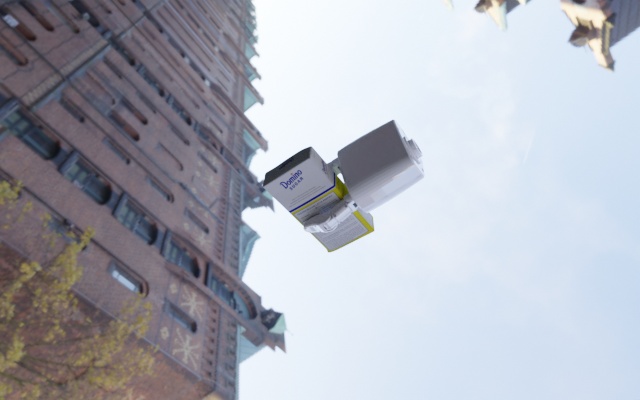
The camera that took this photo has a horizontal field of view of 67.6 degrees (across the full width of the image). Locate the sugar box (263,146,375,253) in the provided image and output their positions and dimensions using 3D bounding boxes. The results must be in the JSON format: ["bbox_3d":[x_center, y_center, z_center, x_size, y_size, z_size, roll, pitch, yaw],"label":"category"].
[{"bbox_3d":[0.000,0.002,0.762,0.093,0.176,0.048,-29,30,22],"label":"sugar box"}]
